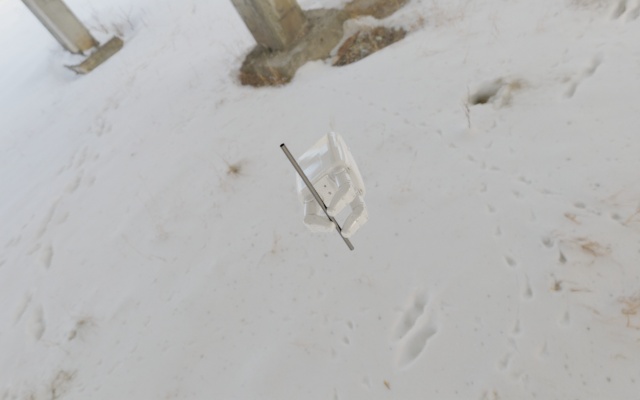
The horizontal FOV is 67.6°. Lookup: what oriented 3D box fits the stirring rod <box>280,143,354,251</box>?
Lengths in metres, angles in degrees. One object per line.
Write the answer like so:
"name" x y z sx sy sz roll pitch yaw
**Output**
"stirring rod" 0.000 0.002 0.737 0.011 0.011 0.240 0 -41 36
